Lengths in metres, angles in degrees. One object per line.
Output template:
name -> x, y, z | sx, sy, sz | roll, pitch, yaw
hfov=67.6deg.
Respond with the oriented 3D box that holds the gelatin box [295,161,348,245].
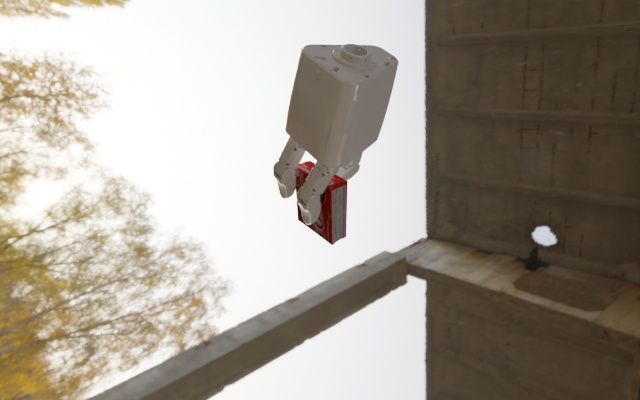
gelatin box -> 0.000, 0.002, 0.616 | 0.030, 0.089, 0.073 | -26, 41, -31
